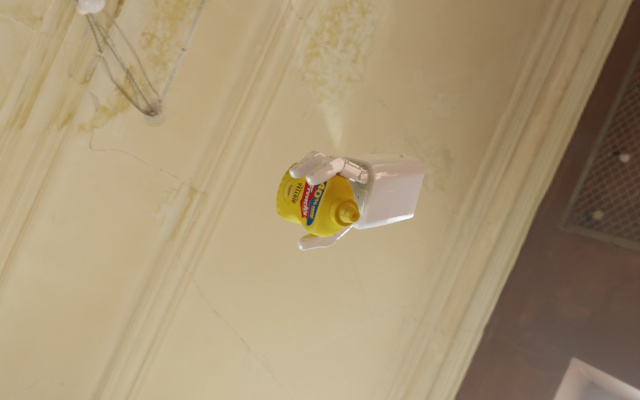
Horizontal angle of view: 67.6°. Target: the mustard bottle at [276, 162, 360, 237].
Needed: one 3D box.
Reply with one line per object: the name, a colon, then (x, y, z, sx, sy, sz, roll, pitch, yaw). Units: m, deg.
mustard bottle: (0.000, 0.002, 0.718, 0.058, 0.096, 0.191, 20, 1, -32)
